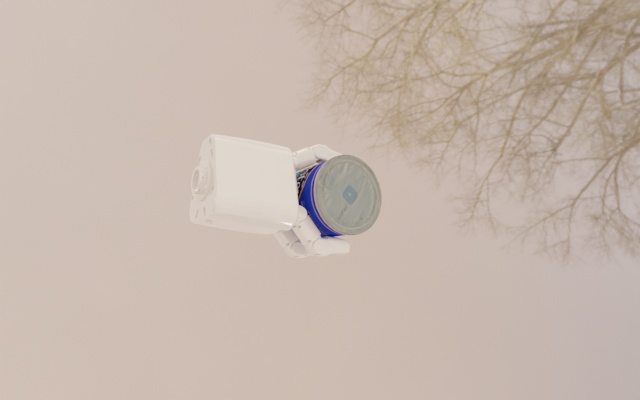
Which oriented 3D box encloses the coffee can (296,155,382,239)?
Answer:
[{"bbox_3d":[0.000,0.002,0.657,0.103,0.103,0.140,0,-8,-33],"label":"coffee can"}]
